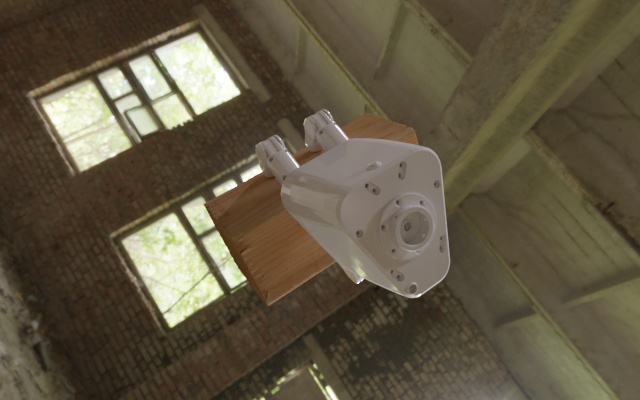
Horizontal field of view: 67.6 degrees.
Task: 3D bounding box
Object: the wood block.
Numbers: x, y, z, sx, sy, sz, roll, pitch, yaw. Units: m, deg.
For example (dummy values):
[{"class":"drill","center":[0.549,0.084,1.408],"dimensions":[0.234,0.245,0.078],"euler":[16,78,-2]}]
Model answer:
[{"class":"wood block","center":[0.000,0.002,0.494],"dimensions":[0.206,0.091,0.090],"euler":[-31,32,-17]}]
